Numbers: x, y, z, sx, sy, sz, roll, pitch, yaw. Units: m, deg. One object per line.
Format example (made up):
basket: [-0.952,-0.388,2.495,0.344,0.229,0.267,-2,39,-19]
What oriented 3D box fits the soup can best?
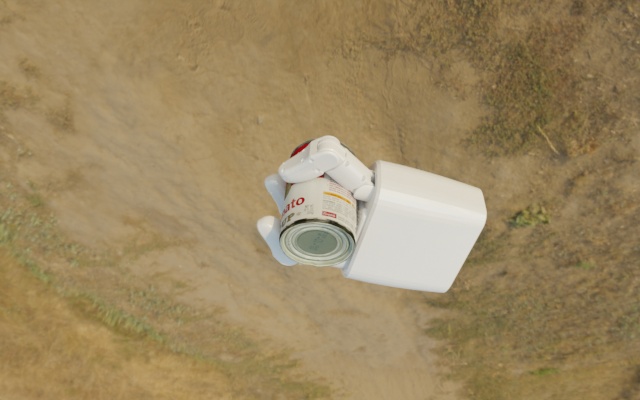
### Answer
soup can: [0.000,0.001,0.440,0.068,0.102,0.069,3,-42,2]
